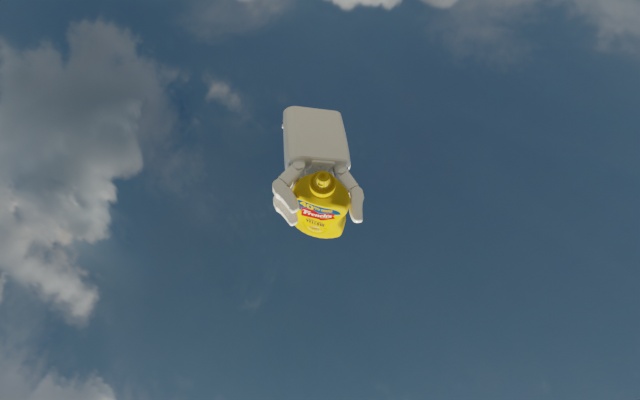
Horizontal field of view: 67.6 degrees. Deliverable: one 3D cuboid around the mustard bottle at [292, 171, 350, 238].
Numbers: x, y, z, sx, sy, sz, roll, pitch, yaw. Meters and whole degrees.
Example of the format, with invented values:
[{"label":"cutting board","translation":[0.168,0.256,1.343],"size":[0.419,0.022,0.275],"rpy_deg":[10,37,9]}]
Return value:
[{"label":"mustard bottle","translation":[0.000,0.003,0.796],"size":[0.096,0.058,0.192],"rpy_deg":[18,-24,5]}]
